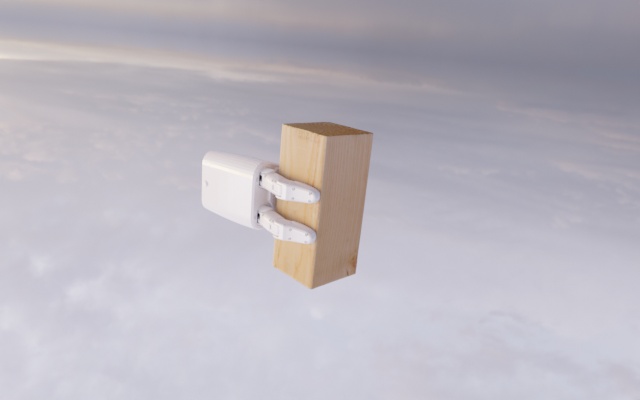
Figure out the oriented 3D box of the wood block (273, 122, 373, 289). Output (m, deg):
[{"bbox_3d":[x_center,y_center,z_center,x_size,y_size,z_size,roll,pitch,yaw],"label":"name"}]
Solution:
[{"bbox_3d":[0.000,0.002,0.660,0.091,0.206,0.090,-12,25,-42],"label":"wood block"}]
